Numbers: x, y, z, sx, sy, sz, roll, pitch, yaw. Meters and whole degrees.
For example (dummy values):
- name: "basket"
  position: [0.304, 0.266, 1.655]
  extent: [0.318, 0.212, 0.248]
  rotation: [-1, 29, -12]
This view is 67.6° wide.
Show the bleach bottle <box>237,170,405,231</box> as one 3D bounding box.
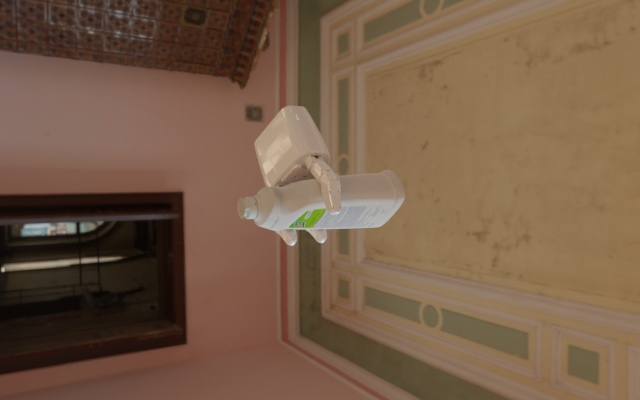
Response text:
- name: "bleach bottle"
  position: [0.000, 0.002, 0.724]
  extent: [0.251, 0.068, 0.103]
  rotation: [-2, -37, -31]
